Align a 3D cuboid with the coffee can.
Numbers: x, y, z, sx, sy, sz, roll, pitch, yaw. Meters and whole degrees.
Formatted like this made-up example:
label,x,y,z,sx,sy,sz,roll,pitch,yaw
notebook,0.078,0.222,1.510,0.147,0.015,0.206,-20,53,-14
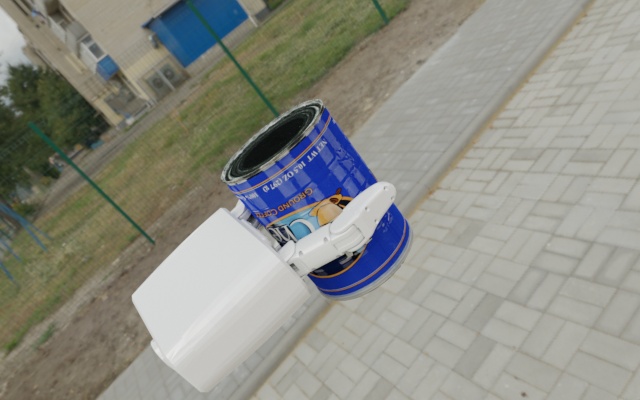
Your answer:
label,x,y,z,sx,sy,sz,roll,pitch,yaw
coffee can,0.000,0.001,0.408,0.103,0.140,0.102,-32,24,16
